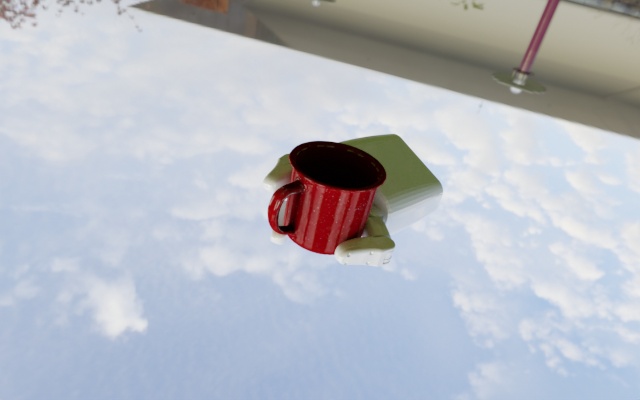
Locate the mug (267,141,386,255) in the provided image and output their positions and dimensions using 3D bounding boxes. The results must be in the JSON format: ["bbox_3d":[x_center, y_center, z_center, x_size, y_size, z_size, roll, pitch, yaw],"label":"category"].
[{"bbox_3d":[-0.001,0.002,0.459,0.117,0.081,0.093,-18,43,-39],"label":"mug"}]
